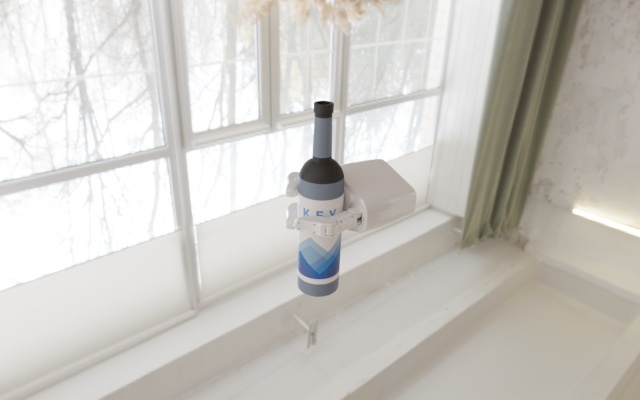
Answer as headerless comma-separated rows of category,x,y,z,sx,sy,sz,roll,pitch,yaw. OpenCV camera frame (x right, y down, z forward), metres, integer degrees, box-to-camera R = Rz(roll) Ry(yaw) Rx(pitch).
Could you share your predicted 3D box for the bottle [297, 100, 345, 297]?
bottle,0.000,0.003,0.698,0.069,0.296,0.069,1,27,-1
